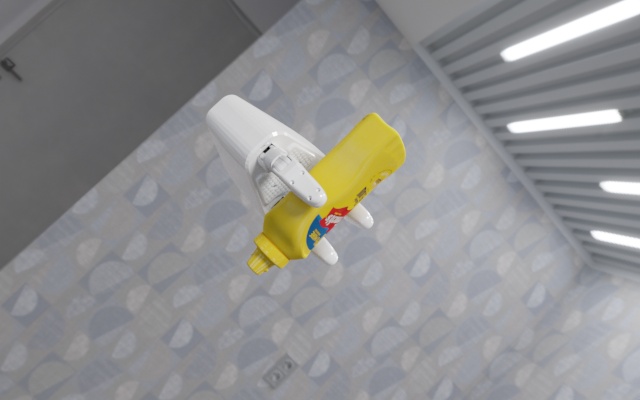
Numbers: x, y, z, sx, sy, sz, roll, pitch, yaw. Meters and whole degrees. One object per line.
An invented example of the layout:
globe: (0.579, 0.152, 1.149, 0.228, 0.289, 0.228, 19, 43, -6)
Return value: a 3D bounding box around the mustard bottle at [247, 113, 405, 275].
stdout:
mustard bottle: (0.000, 0.002, 0.482, 0.058, 0.191, 0.096, 45, -4, 14)
